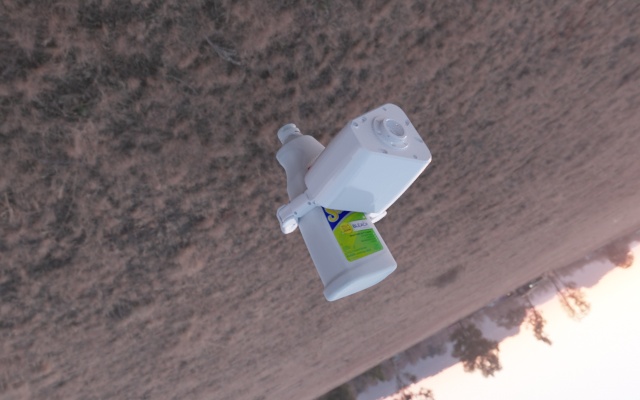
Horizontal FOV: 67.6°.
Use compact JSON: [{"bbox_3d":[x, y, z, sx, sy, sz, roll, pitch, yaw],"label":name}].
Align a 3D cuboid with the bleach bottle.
[{"bbox_3d":[0.000,0.002,0.645,0.102,0.250,0.068,-12,-26,-38],"label":"bleach bottle"}]
